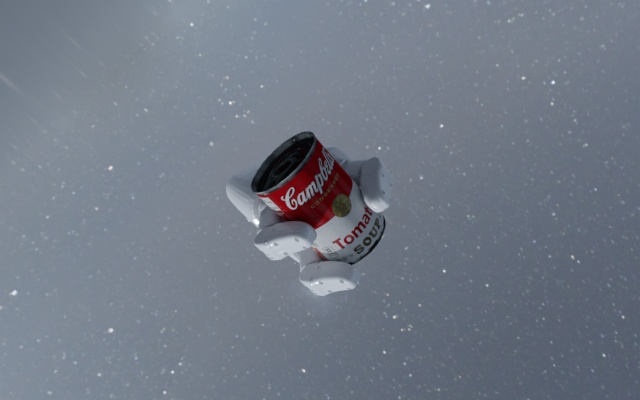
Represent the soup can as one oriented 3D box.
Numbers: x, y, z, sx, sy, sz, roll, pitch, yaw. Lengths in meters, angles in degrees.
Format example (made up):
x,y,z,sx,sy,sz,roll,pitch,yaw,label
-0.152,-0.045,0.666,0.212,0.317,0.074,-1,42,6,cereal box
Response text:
x,y,z,sx,sy,sz,roll,pitch,yaw,label
0.001,0.002,0.406,0.102,0.068,0.068,47,-25,-26,soup can
